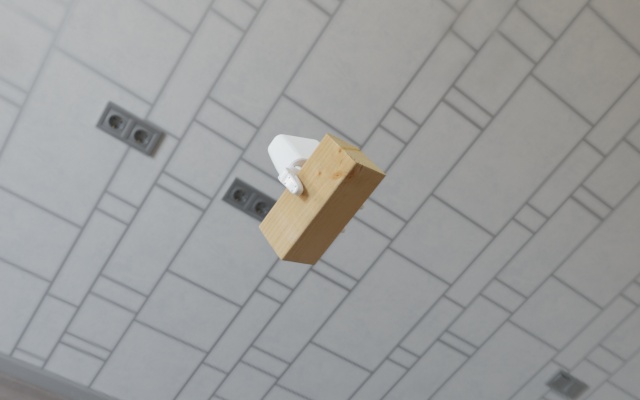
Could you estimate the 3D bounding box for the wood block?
[{"bbox_3d":[0.000,0.002,0.813,0.091,0.206,0.090,18,25,-48],"label":"wood block"}]
